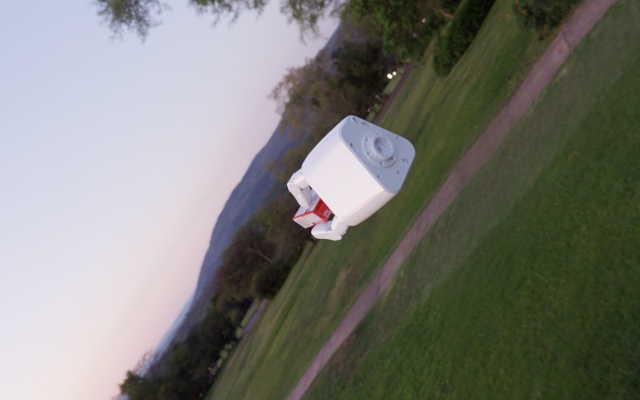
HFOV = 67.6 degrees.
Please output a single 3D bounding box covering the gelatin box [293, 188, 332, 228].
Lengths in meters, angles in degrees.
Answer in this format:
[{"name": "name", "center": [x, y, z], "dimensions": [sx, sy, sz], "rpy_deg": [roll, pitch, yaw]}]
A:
[{"name": "gelatin box", "center": [0.000, 0.002, 0.747], "dimensions": [0.030, 0.073, 0.089], "rpy_deg": [37, -22, -14]}]
